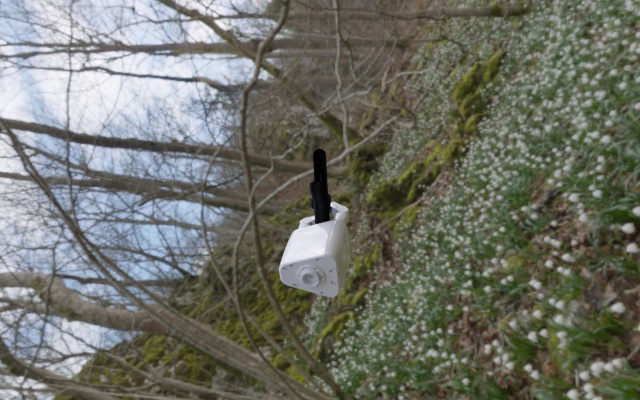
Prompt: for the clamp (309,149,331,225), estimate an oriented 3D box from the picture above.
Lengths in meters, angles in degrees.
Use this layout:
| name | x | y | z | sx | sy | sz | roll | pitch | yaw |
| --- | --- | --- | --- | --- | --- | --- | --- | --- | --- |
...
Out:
| name | x | y | z | sx | sy | sz | roll | pitch | yaw |
| --- | --- | --- | --- | --- | --- | --- | --- | --- | --- |
| clamp | 0.000 | 0.003 | 0.886 | 0.039 | 0.171 | 0.120 | -1 | 29 | 11 |
